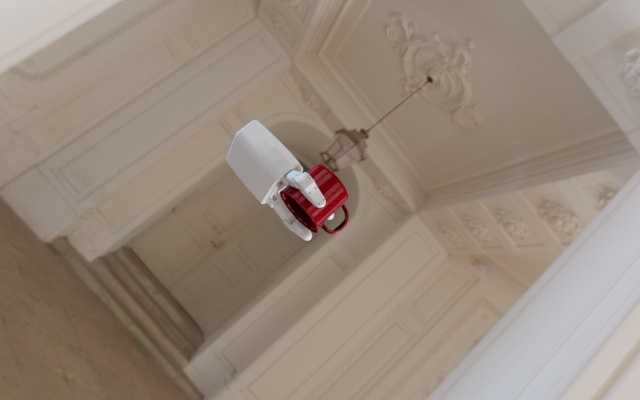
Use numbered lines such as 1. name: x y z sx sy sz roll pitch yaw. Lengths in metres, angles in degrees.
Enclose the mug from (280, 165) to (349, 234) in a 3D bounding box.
1. mug: 0.001 0.004 0.805 0.081 0.117 0.093 -42 -3 -15
